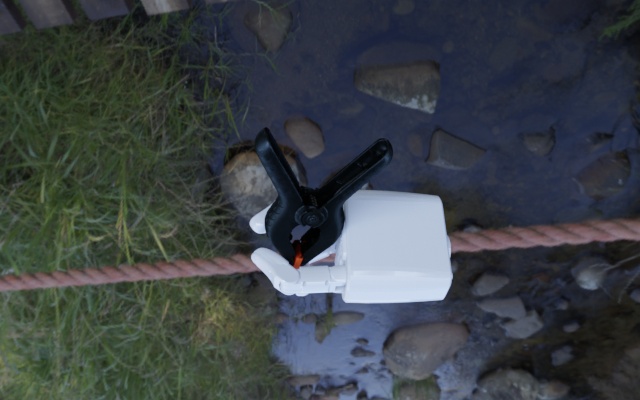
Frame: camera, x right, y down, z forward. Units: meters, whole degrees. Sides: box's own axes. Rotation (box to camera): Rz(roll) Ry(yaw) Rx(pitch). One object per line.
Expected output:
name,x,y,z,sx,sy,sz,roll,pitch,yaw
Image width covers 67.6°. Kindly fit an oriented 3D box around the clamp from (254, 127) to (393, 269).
clamp,0.000,0.002,0.453,0.120,0.039,0.172,1,-43,-4
